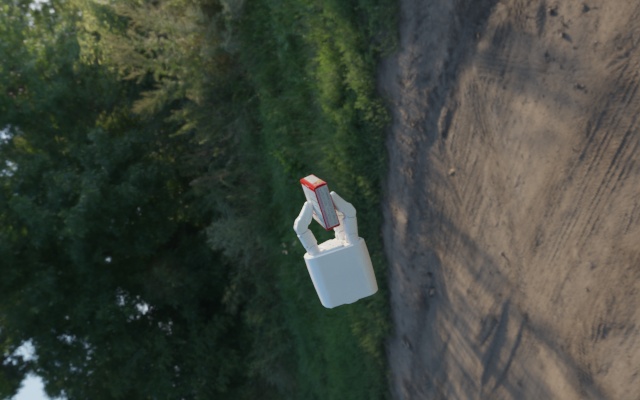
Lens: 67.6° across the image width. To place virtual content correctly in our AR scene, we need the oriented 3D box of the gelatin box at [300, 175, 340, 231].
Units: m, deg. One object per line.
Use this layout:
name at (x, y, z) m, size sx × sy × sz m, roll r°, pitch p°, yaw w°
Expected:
gelatin box at (0.000, 0.003, 0.881) m, size 0.030 × 0.089 × 0.073 m, roll -25°, pitch 22°, yaw -13°
